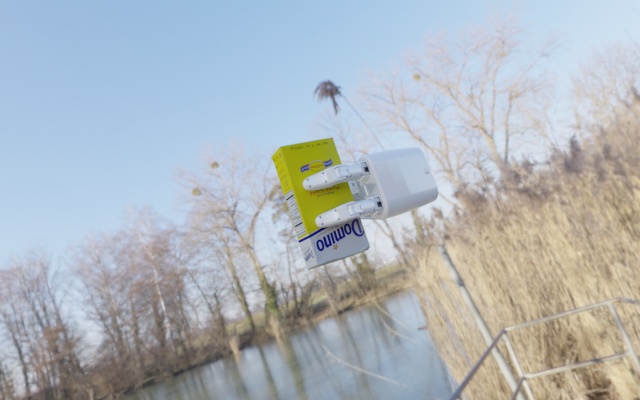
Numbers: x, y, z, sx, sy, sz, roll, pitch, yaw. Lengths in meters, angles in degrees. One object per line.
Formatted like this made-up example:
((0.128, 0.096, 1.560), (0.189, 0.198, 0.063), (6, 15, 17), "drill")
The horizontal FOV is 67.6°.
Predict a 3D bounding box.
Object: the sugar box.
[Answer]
((0.000, 0.002, 0.691), (0.093, 0.176, 0.048), (-15, -11, -28), "sugar box")
